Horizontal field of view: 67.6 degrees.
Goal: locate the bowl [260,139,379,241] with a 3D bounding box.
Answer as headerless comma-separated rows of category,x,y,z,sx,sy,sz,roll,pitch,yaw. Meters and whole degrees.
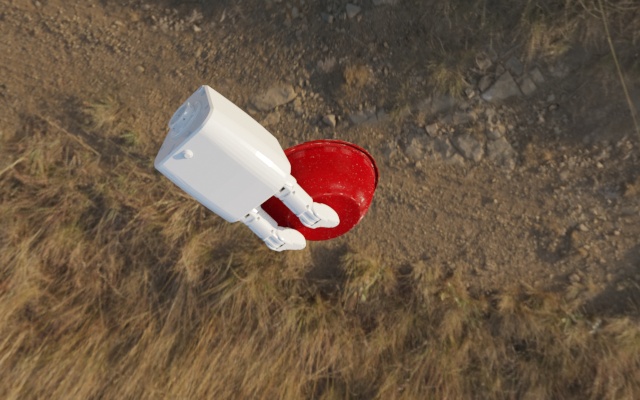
bowl,0.001,0.003,0.594,0.162,0.055,0.162,-8,-40,-7
